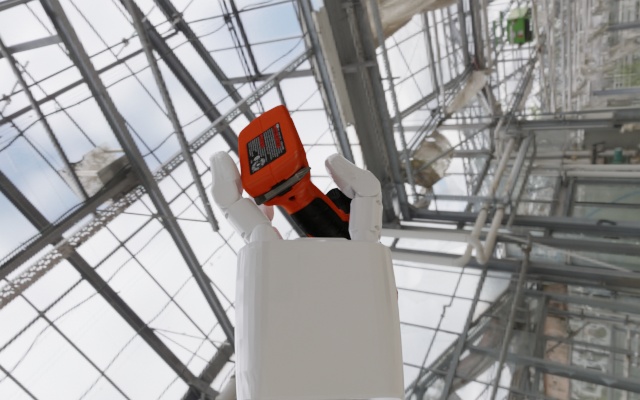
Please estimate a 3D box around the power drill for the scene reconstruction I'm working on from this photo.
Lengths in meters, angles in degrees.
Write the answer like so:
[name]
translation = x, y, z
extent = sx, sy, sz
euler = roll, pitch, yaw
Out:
[power drill]
translation = 0.000, 0.001, 0.455
extent = 0.057, 0.188, 0.184
euler = -34, 35, 10
